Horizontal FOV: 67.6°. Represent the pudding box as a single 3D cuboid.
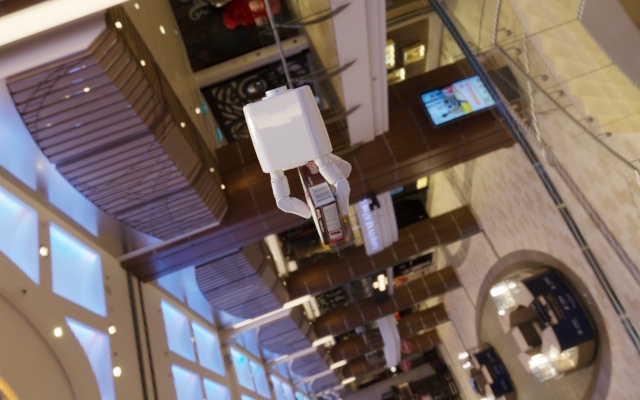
[{"bbox_3d":[0.000,0.003,0.777,0.039,0.090,0.113,-18,42,-3],"label":"pudding box"}]
